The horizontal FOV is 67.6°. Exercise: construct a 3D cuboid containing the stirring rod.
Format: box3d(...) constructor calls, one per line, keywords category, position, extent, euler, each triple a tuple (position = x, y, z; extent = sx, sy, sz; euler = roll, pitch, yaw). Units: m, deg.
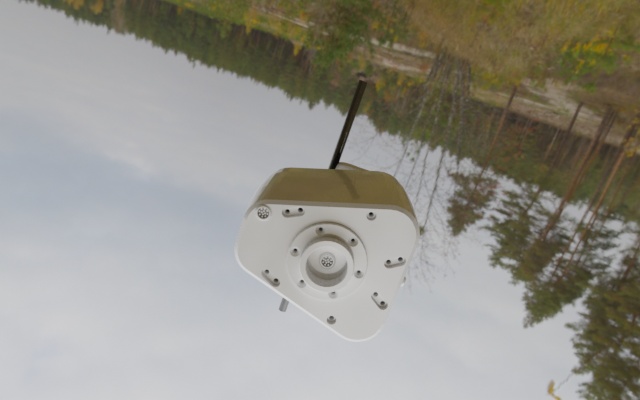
box3d(category="stirring rod", position=(0.000, 0.001, 0.463), extent=(0.011, 0.239, 0.011), euler=(19, 13, -4))
